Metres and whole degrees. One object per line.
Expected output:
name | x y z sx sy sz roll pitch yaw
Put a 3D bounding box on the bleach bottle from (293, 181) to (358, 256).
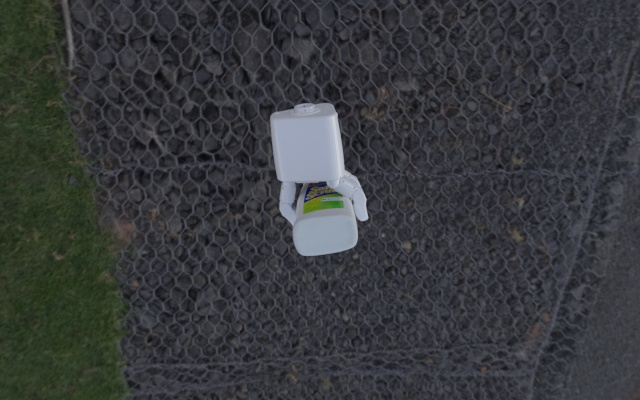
bleach bottle | 0.000 0.003 0.832 0.102 0.068 0.250 -7 24 -2
